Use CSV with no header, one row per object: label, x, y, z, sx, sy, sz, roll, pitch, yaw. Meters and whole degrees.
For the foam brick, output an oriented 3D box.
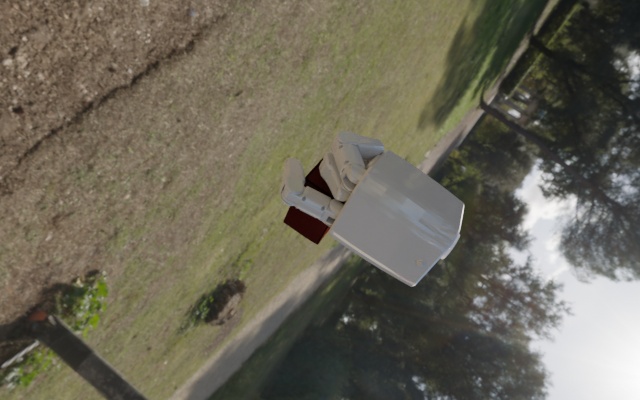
foam brick,0.000,0.002,0.554,0.051,0.078,0.053,33,43,5
